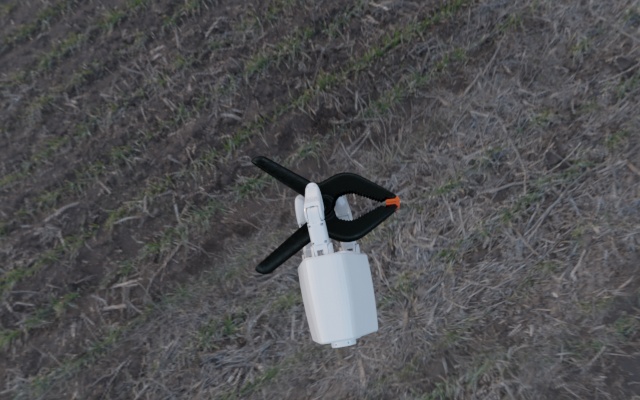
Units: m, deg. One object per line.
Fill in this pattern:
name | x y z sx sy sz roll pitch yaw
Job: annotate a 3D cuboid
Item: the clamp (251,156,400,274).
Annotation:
clamp | 0.001 0.002 0.651 0.210 0.164 0.036 -12 -9 8
